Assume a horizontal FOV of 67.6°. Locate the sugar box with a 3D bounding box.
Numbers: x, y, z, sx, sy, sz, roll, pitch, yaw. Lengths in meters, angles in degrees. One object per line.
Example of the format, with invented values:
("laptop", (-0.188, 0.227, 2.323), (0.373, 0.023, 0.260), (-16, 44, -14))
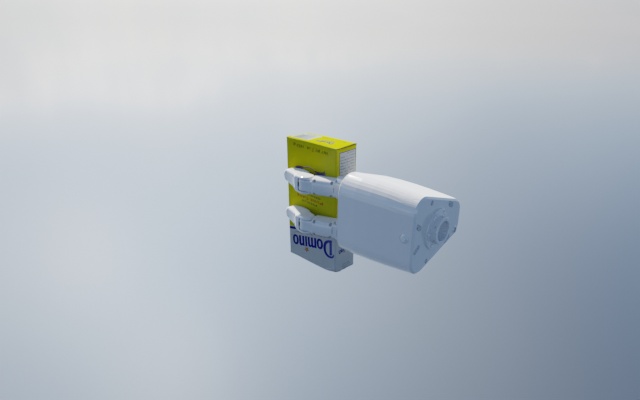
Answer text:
("sugar box", (0.000, 0.002, 0.647), (0.093, 0.176, 0.048), (20, 28, 40))
